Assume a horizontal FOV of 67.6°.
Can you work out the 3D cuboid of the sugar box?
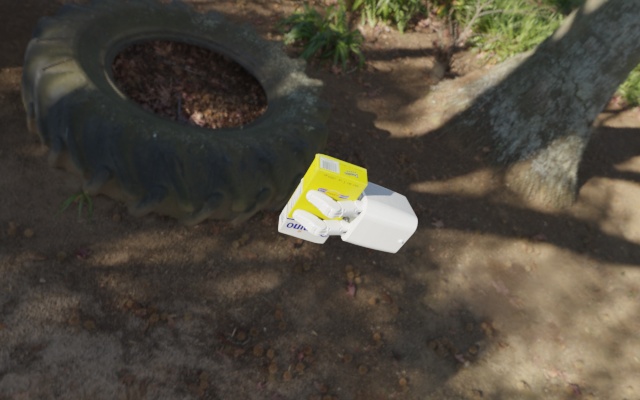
[{"bbox_3d":[0.000,0.003,0.835,0.093,0.048,0.176,17,-48,-16],"label":"sugar box"}]
